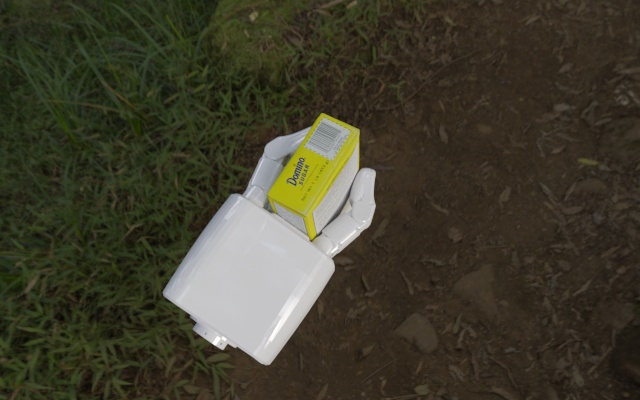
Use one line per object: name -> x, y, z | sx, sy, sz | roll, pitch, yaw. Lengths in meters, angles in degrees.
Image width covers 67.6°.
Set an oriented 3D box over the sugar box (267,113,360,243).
sugar box -> 0.000, 0.001, 0.475 | 0.048, 0.093, 0.176 | 29, -19, 12
